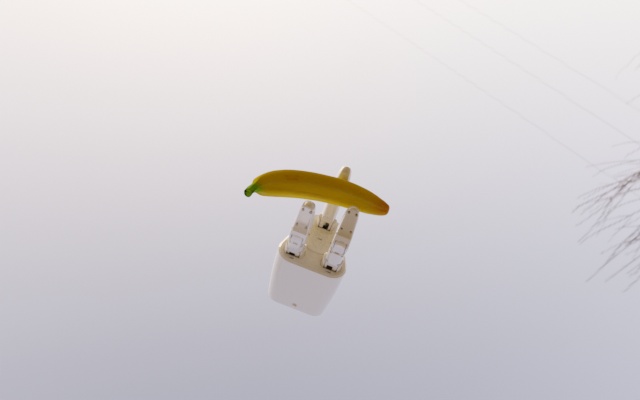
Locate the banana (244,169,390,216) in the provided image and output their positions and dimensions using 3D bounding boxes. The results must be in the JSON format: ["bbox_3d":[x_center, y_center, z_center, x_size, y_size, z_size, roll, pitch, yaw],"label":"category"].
[{"bbox_3d":[-0.006,-0.010,0.633,0.198,0.037,0.069,6,38,-18],"label":"banana"}]
